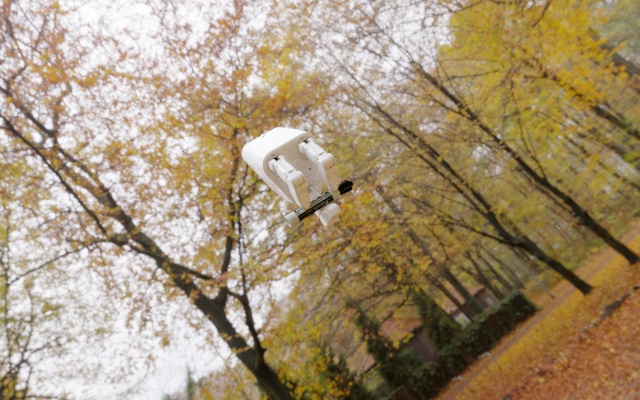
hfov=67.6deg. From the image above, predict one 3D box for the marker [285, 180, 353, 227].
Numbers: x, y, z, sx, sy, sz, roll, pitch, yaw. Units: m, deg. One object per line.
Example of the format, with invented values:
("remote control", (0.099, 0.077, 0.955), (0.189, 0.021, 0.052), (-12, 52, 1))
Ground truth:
("marker", (0.000, 0.002, 0.727), (0.121, 0.020, 0.020), (-32, 11, -19))
